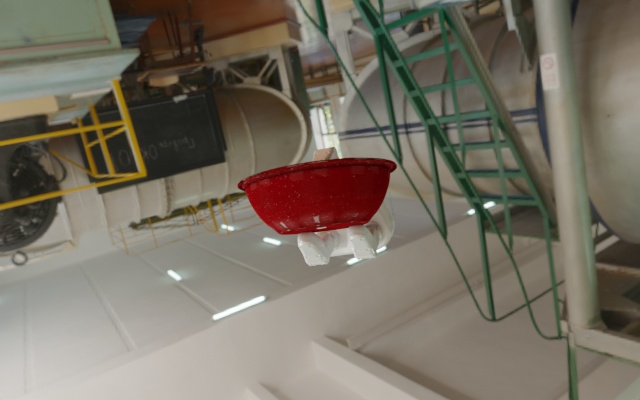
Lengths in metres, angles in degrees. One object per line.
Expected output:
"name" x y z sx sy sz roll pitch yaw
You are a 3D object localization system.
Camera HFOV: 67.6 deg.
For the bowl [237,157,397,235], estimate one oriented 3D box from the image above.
"bowl" -0.001 0.002 0.480 0.162 0.055 0.162 -7 -7 -1
